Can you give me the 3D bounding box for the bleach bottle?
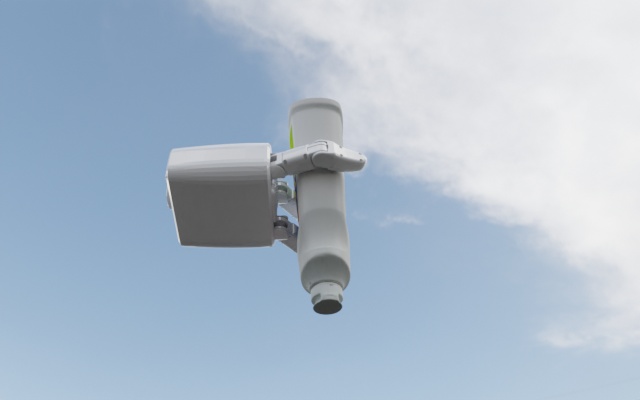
[{"bbox_3d":[0.000,0.002,0.524,0.068,0.250,0.103,-2,-42,-2],"label":"bleach bottle"}]
